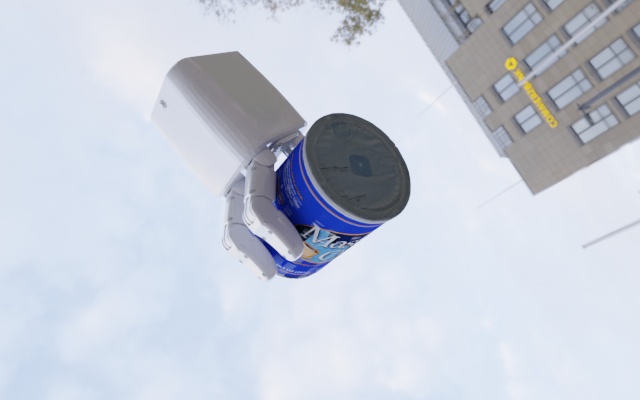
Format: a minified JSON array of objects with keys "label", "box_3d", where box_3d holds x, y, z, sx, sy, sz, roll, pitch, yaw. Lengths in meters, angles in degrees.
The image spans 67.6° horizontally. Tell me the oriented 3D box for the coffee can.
[{"label":"coffee can","box_3d":[0.000,0.001,0.442,0.103,0.102,0.140,0,-27,-33]}]
